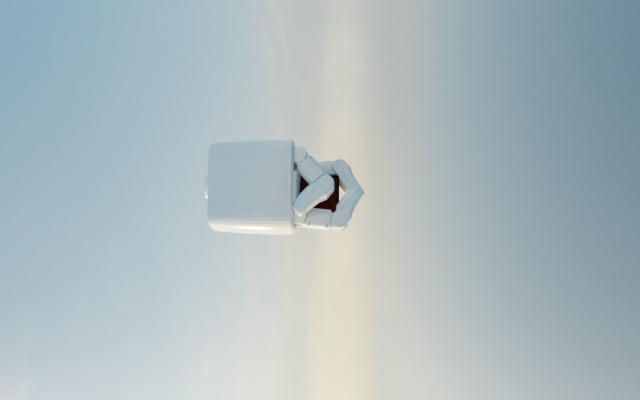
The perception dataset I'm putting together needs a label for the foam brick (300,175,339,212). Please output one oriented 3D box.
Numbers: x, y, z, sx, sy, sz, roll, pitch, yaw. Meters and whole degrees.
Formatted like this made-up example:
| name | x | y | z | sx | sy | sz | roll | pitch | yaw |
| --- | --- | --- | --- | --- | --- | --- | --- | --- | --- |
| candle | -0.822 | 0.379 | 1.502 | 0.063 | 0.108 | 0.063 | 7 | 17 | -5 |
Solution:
| name | x | y | z | sx | sy | sz | roll | pitch | yaw |
| --- | --- | --- | --- | --- | --- | --- | --- | --- | --- |
| foam brick | 0.000 | 0.002 | 0.649 | 0.051 | 0.053 | 0.078 | 0 | -18 | 2 |
